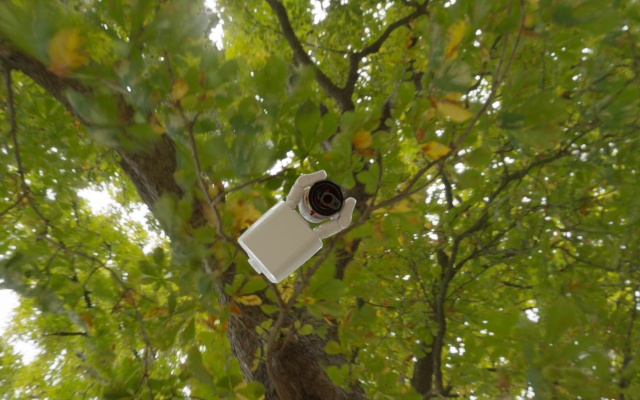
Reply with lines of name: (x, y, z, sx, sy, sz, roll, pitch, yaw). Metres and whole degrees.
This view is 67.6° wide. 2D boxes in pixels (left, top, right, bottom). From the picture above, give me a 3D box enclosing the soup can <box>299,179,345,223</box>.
soup can: (0.000, 0.003, 0.888, 0.068, 0.068, 0.102, 0, -9, -13)
